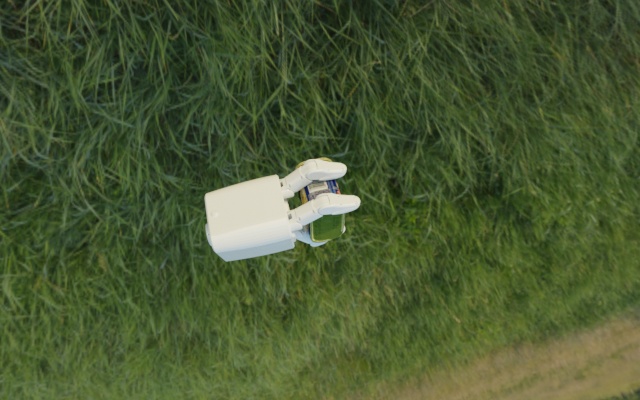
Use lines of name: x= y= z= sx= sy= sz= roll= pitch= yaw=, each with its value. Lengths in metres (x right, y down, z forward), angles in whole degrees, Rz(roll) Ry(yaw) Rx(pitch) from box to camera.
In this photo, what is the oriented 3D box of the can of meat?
can of meat: x=0.000 y=0.003 z=0.702 sx=0.057 sy=0.084 sz=0.102 roll=-12 pitch=-32 yaw=-7
